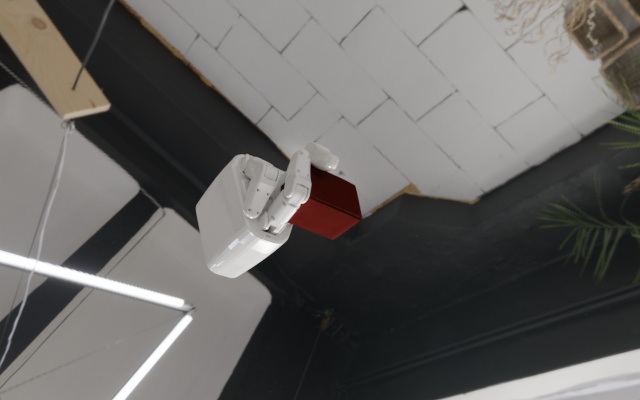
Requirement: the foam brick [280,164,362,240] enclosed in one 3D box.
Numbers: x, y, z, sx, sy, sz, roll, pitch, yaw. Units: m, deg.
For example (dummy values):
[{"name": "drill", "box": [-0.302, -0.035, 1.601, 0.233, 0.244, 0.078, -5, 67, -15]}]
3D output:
[{"name": "foam brick", "box": [0.000, 0.002, 0.553, 0.078, 0.053, 0.051, 24, -48, -30]}]
